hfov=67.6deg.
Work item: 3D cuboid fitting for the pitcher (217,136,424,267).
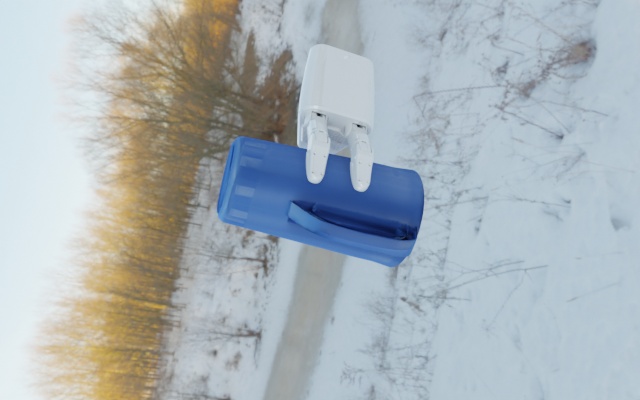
[{"bbox_3d":[0.000,0.002,0.599,0.243,0.145,0.149,13,-25,-15],"label":"pitcher"}]
